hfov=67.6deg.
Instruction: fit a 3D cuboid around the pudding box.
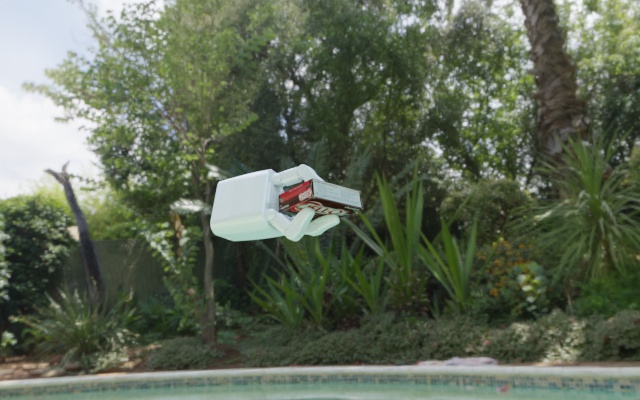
[{"bbox_3d":[0.000,0.002,0.796,0.113,0.039,0.090,10,-23,-40],"label":"pudding box"}]
